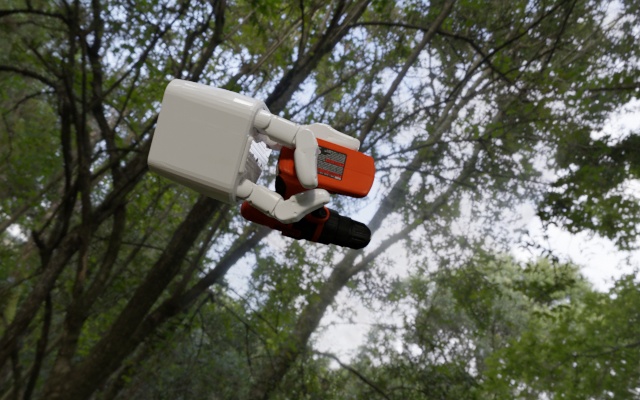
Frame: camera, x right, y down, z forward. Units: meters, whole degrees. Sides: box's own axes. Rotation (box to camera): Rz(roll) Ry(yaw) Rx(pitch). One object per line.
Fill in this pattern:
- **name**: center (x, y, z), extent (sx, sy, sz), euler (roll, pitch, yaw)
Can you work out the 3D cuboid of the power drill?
- **power drill**: center (0.000, 0.002, 0.590), extent (0.184, 0.057, 0.188), euler (15, -28, -10)
